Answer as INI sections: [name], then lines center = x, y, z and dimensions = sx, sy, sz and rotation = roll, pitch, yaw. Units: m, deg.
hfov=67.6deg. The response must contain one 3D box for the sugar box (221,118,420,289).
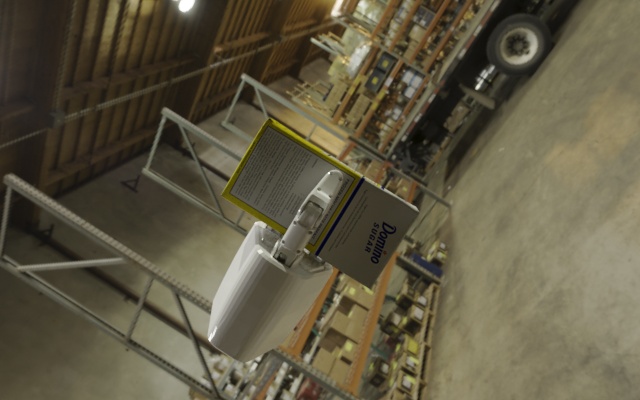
[sugar box]
center = 0.000, 0.002, 0.483
dimensions = 0.176, 0.093, 0.048
rotation = 32, 8, 1
